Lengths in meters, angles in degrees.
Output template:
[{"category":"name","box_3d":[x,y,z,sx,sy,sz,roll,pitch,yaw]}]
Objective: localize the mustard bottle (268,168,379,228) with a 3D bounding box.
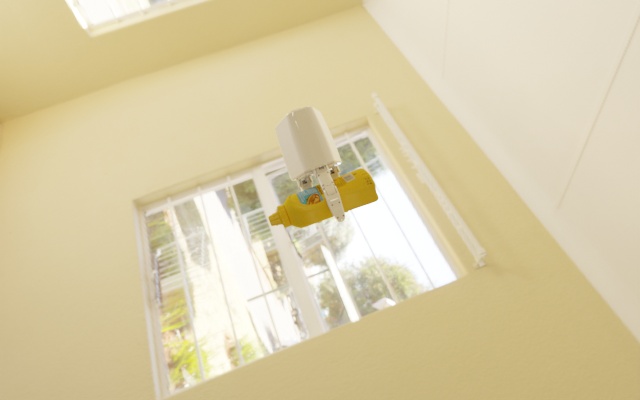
[{"category":"mustard bottle","box_3d":[0.000,0.003,0.844,0.191,0.058,0.096,-20,24,-5]}]
